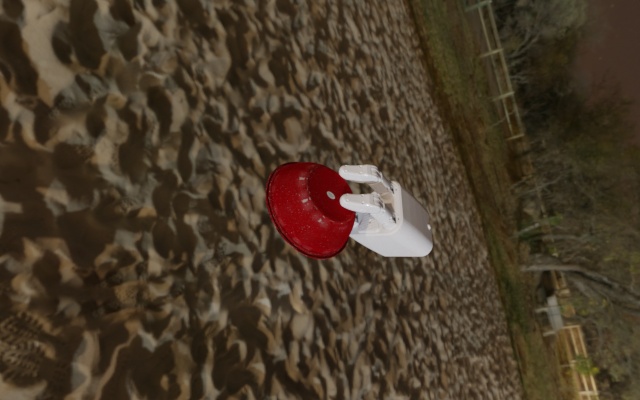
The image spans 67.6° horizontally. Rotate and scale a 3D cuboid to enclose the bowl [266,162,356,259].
[{"bbox_3d":[-0.001,0.002,0.706,0.162,0.162,0.055,0,-25,-43],"label":"bowl"}]
